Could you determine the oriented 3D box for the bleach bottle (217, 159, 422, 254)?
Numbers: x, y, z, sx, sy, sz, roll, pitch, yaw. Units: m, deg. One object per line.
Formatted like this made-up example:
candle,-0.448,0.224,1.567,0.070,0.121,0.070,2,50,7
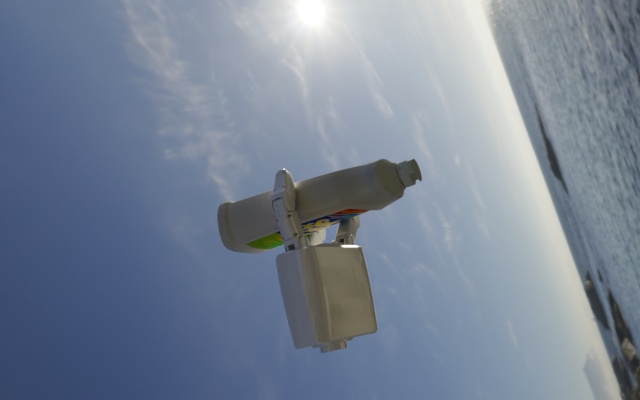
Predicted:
bleach bottle,0.000,0.002,0.594,0.251,0.068,0.102,-20,-19,24
